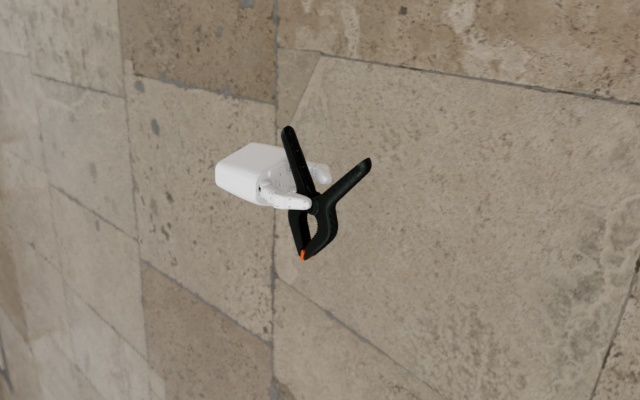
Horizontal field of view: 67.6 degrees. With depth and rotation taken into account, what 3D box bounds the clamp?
[{"bbox_3d":[-0.001,0.003,0.731,0.164,0.210,0.036,19,26,36],"label":"clamp"}]
